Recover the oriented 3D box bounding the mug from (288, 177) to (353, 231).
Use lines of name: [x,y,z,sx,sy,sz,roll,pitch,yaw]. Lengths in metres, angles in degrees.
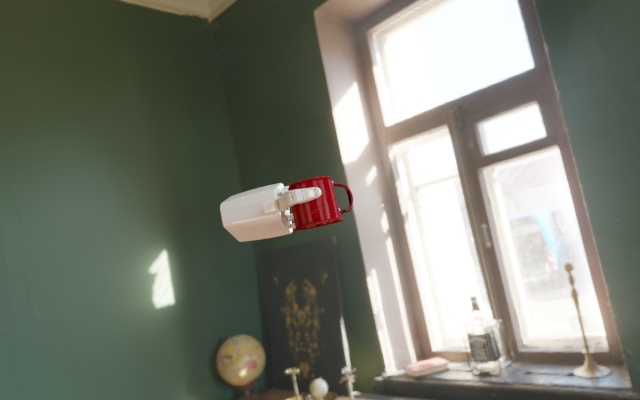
mug: [0.001,0.002,0.852,0.117,0.081,0.093,-13,-6,3]
